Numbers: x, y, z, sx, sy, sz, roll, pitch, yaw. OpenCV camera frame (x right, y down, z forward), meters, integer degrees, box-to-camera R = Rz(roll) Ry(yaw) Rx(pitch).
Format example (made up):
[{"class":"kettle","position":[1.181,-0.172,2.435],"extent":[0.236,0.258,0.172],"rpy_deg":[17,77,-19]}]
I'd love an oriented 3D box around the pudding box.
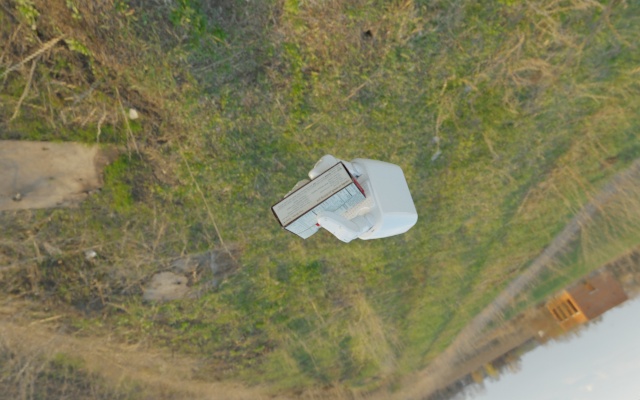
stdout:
[{"class":"pudding box","position":[0.000,0.002,0.640],"extent":[0.113,0.039,0.090],"rpy_deg":[-35,-21,5]}]
